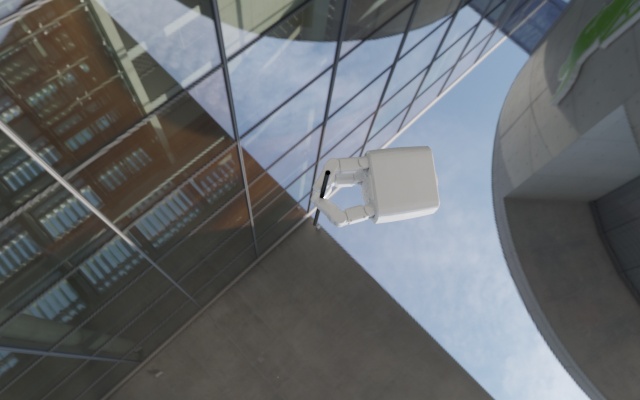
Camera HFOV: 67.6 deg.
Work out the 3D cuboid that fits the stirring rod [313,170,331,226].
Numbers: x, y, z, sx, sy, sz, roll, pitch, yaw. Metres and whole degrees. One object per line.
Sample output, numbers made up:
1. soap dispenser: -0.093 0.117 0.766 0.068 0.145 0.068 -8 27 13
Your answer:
1. stirring rod: 0.000 0.003 0.782 0.011 0.011 0.240 0 -20 -5
